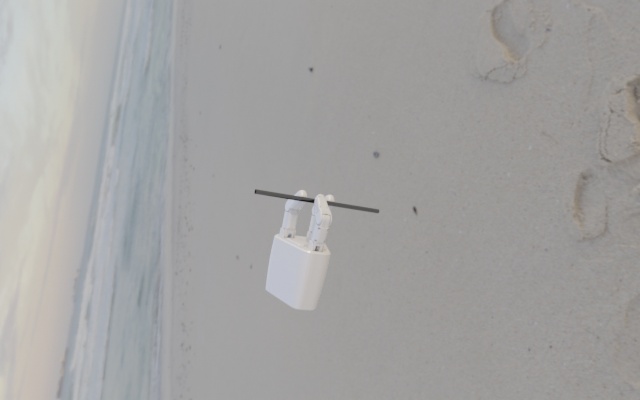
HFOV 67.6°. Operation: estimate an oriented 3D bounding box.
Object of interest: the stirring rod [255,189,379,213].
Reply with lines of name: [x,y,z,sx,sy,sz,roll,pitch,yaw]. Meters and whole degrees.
stirring rod: [0.000,0.003,0.836,0.239,0.011,0.011,9,-4,-26]
